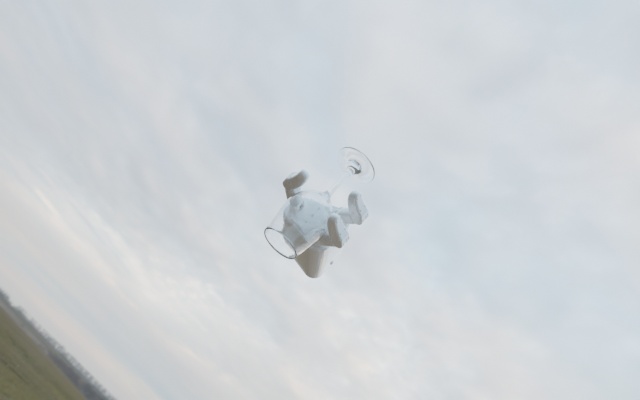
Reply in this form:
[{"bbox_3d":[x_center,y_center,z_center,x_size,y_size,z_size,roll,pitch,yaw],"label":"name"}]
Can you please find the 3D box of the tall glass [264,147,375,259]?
[{"bbox_3d":[0.000,0.002,0.750,0.079,0.079,0.201,0,38,49],"label":"tall glass"}]
